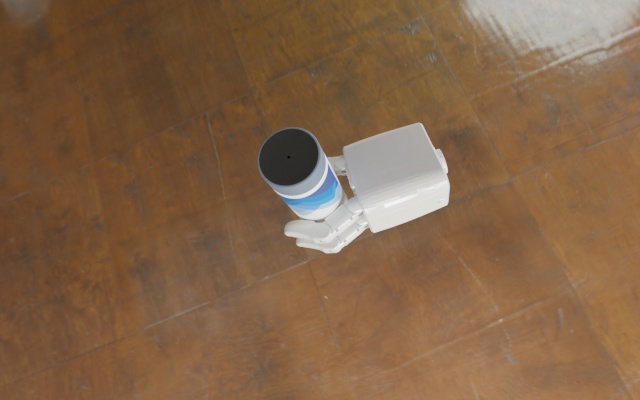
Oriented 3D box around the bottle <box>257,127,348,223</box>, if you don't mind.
[{"bbox_3d":[0.000,0.002,0.613,0.069,0.069,0.296,0,-18,13],"label":"bottle"}]
